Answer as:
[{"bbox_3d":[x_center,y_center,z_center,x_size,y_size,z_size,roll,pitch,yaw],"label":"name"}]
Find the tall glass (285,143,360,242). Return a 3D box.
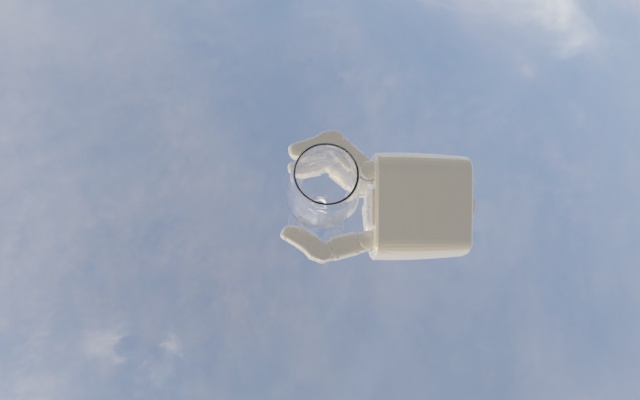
[{"bbox_3d":[0.000,0.002,0.540,0.079,0.079,0.201,0,-16,-3],"label":"tall glass"}]
